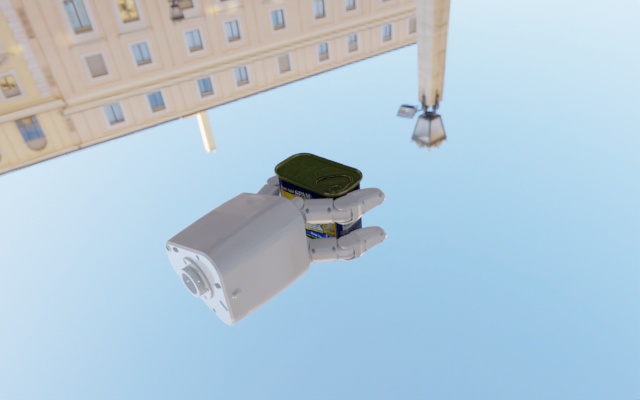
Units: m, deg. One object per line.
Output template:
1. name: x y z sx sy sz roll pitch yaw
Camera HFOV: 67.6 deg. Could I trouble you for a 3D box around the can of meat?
1. can of meat: 0.000 0.002 0.552 0.102 0.084 0.057 22 43 34
